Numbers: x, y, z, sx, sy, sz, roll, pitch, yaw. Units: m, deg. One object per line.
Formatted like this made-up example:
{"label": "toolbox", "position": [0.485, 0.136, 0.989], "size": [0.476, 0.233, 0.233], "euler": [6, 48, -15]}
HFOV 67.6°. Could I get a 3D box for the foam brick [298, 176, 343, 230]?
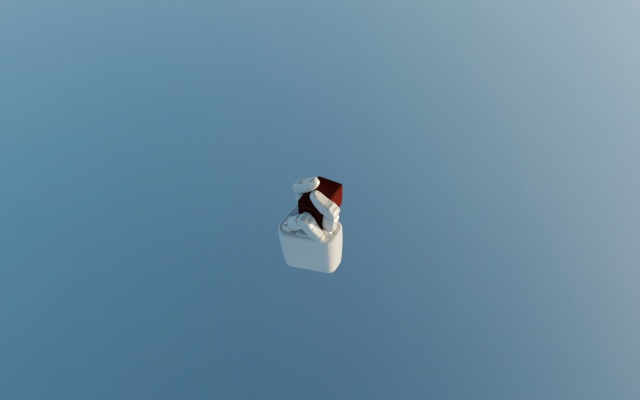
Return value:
{"label": "foam brick", "position": [0.000, 0.003, 0.884], "size": [0.053, 0.051, 0.078], "euler": [23, 52, 23]}
